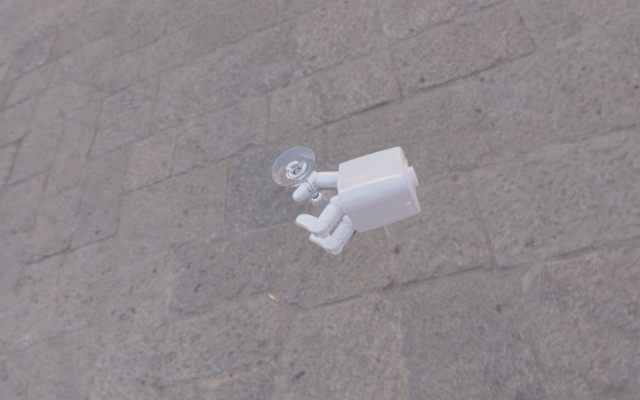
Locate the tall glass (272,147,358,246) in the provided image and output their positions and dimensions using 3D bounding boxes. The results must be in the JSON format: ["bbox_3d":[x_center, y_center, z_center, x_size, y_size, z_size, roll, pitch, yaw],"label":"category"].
[{"bbox_3d":[0.000,0.002,0.779,0.079,0.079,0.201,0,-32,27],"label":"tall glass"}]
